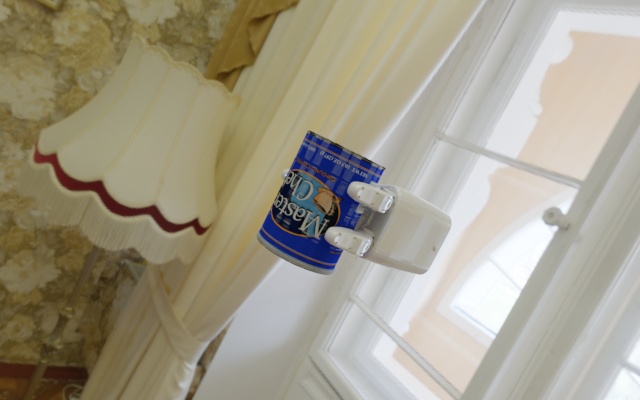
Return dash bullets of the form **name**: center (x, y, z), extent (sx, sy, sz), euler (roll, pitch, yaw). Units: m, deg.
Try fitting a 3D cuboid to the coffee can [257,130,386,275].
- **coffee can**: center (0.000, 0.002, 0.567), extent (0.103, 0.140, 0.103), euler (26, 6, -3)
